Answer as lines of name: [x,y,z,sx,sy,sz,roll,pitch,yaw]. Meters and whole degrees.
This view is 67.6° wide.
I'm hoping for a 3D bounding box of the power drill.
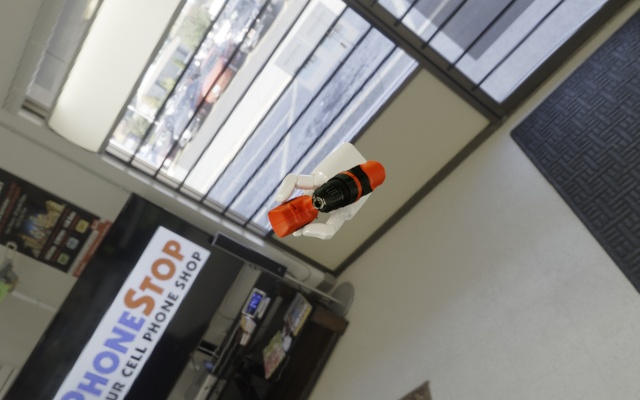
power drill: [0.000,0.003,0.790,0.188,0.057,0.184,-26,0,39]
